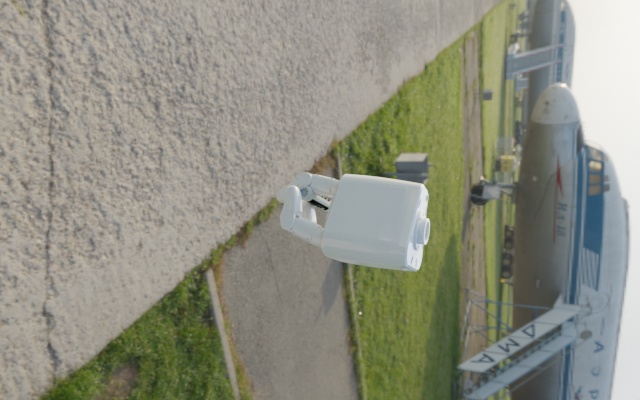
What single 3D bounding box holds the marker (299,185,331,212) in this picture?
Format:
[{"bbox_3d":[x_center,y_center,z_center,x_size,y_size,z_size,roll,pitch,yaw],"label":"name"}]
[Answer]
[{"bbox_3d":[0.000,0.002,0.679,0.020,0.020,0.121,0,-13,22],"label":"marker"}]
